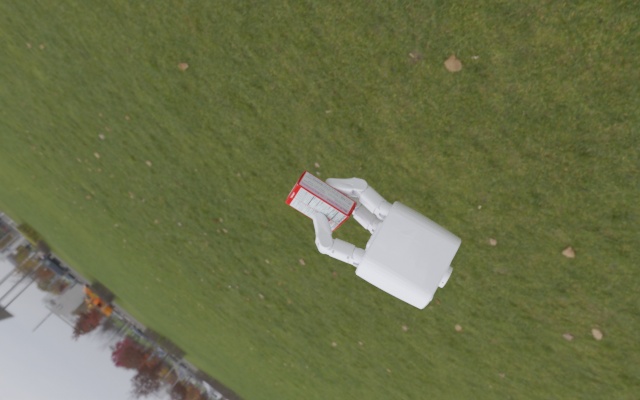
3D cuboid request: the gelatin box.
[{"bbox_3d":[0.000,0.002,0.695,0.089,0.030,0.073,31,-26,-4],"label":"gelatin box"}]
